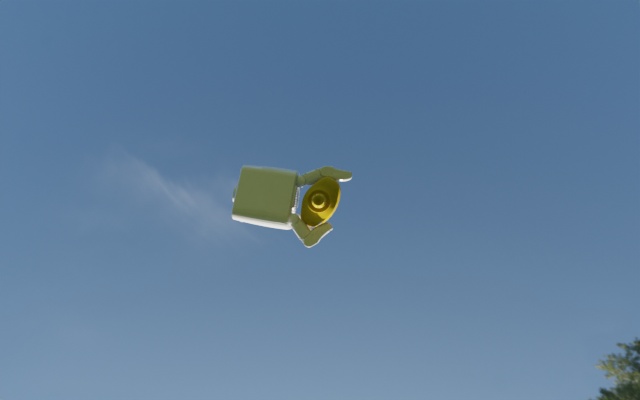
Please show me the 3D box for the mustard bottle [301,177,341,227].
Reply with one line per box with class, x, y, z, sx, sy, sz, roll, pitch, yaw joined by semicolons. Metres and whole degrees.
mustard bottle;0.000;0.003;0.887;0.058;0.096;0.191;33;0;4
